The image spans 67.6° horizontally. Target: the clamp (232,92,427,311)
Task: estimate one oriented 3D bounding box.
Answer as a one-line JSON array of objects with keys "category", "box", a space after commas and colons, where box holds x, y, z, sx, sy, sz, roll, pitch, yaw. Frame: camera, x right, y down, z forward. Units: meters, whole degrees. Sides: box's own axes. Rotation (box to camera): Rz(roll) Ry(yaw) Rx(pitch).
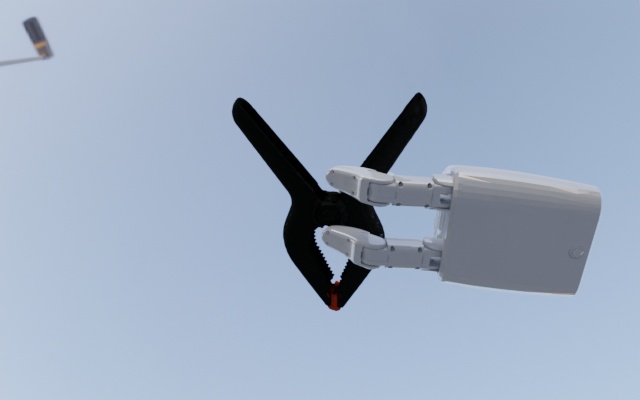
[{"category": "clamp", "box": [0.000, 0.002, 0.433, 0.164, 0.210, 0.036, 8, 23, 10]}]
